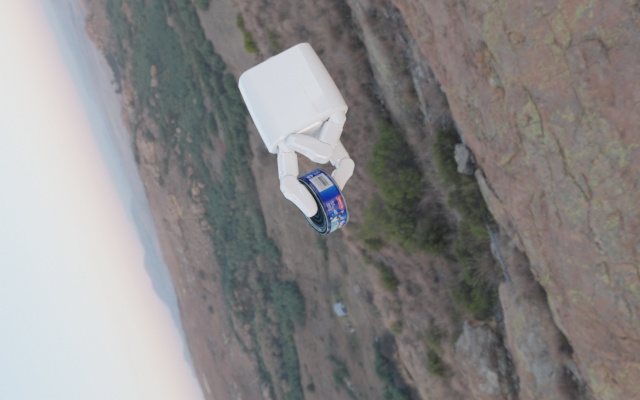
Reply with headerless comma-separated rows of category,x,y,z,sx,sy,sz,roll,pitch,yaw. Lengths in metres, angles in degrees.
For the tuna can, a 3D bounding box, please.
tuna can,0.000,0.002,0.642,0.033,0.086,0.086,-28,11,-21
